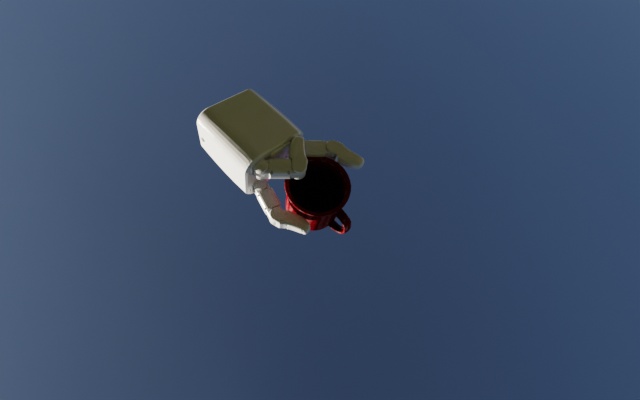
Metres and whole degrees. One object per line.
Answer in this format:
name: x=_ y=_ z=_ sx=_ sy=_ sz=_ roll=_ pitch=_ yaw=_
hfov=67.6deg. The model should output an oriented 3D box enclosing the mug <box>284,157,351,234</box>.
mug: x=0.001 y=0.003 z=0.694 sx=0.093 sy=0.117 sz=0.081 roll=-42 pitch=-12 yaw=-21
